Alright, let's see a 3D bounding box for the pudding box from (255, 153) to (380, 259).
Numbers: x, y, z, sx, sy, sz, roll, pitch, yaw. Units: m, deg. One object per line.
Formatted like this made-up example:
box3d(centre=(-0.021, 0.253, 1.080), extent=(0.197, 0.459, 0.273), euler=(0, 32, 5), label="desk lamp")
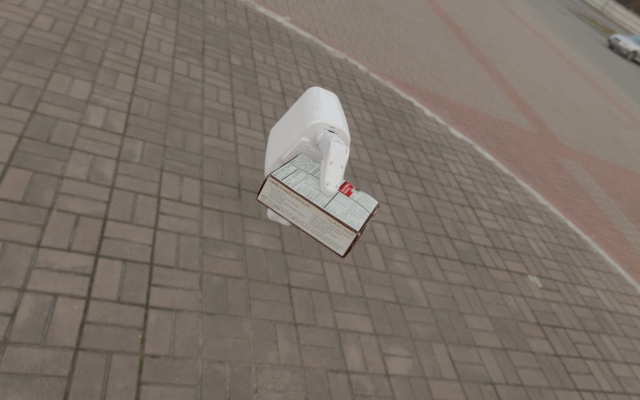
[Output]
box3d(centre=(0.000, 0.002, 0.510), extent=(0.113, 0.039, 0.090), euler=(32, 29, 7), label="pudding box")
